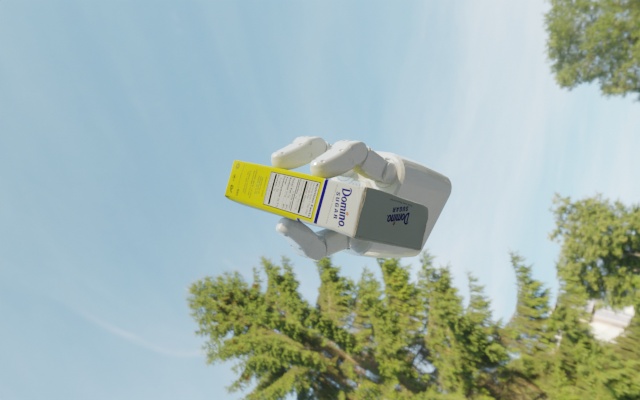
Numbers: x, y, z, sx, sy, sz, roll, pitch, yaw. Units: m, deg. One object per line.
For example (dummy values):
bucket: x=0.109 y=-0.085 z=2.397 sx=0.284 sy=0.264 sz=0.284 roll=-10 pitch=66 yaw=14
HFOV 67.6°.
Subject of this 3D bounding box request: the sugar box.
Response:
sugar box: x=0.000 y=0.001 z=0.437 sx=0.176 sy=0.048 sz=0.093 roll=11 pitch=-3 yaw=45
